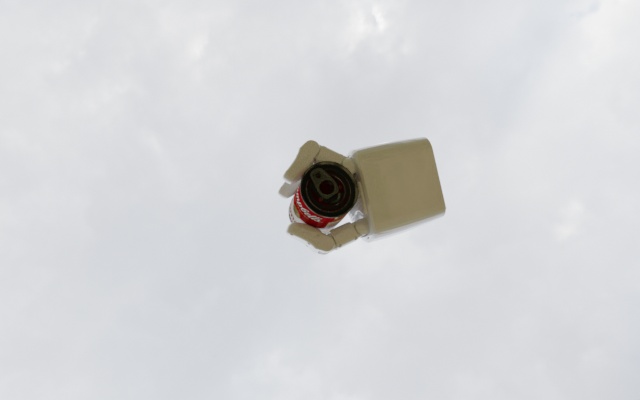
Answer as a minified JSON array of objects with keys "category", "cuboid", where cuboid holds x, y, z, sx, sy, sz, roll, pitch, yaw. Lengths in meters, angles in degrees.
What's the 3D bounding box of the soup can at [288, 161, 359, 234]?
[{"category":"soup can","cuboid":[0.000,0.002,0.583,0.068,0.068,0.102,0,-18,-12]}]
